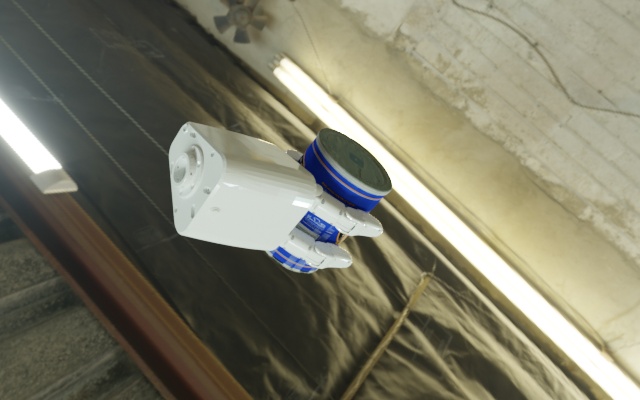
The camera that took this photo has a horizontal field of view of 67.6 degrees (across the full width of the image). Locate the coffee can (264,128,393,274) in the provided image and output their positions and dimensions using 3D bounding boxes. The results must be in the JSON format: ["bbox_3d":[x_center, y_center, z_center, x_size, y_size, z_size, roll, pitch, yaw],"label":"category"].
[{"bbox_3d":[0.000,0.002,0.558,0.103,0.102,0.140,0,-44,-53],"label":"coffee can"}]
